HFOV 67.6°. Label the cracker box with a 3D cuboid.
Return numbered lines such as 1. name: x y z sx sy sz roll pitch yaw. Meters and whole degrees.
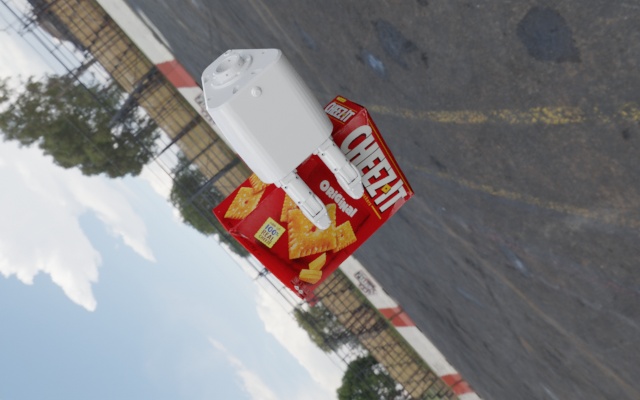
1. cracker box: 0.000 0.002 0.608 0.072 0.213 0.164 41 -9 51
